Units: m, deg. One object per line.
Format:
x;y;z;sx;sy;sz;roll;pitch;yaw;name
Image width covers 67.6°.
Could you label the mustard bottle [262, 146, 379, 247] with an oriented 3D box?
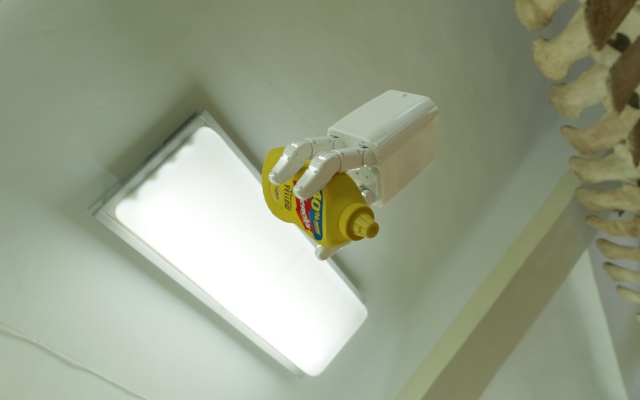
0.000;0.002;0.566;0.058;0.096;0.191;-14;26;-33;mustard bottle
